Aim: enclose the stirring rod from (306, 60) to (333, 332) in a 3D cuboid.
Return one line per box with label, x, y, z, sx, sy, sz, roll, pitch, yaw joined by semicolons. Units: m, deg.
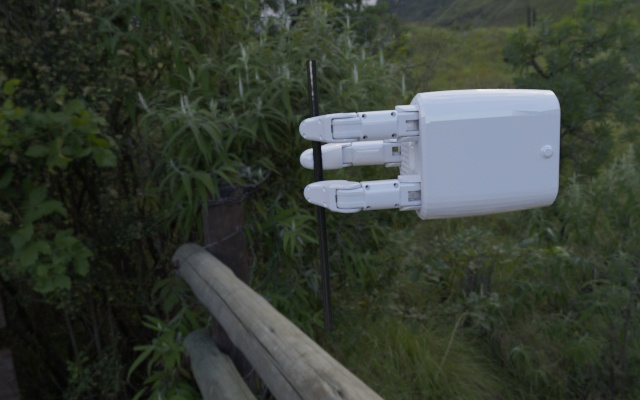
stirring rod;0.000;0.001;0.420;0.011;0.239;0.011;-4;10;1
